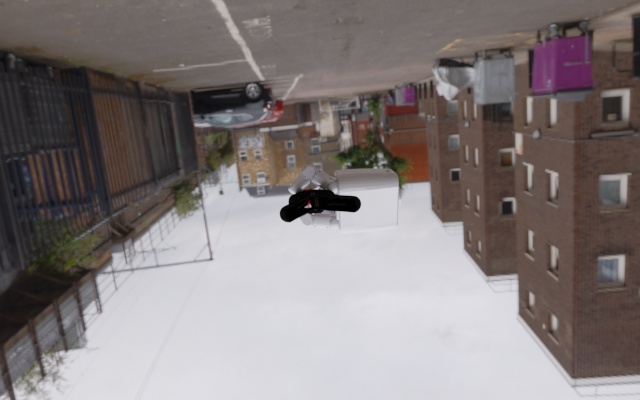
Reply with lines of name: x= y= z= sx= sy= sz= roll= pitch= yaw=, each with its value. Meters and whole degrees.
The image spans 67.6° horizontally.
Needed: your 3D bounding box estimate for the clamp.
clamp: x=0.000 y=0.003 z=0.765 sx=0.120 sy=0.039 sz=0.171 roll=-1 pitch=11 yaw=0
